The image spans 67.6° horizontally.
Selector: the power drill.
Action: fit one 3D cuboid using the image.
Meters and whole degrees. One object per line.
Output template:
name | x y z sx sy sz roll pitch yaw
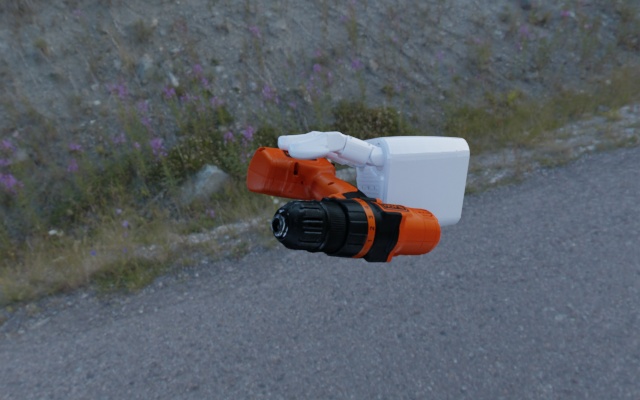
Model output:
power drill | 0.000 0.001 0.476 0.184 0.057 0.187 8 18 -39
